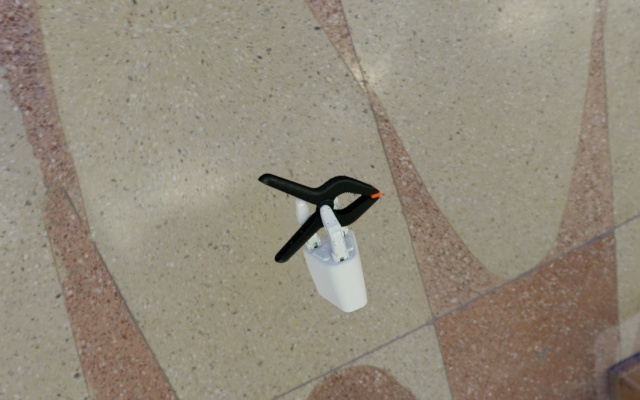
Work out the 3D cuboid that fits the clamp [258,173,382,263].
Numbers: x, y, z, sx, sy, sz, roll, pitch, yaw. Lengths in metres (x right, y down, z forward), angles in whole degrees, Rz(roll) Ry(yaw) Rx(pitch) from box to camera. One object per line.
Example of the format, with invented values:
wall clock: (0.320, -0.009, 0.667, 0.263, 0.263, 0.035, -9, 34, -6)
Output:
clamp: (0.001, 0.003, 0.803, 0.210, 0.165, 0.036, -21, 29, -10)
